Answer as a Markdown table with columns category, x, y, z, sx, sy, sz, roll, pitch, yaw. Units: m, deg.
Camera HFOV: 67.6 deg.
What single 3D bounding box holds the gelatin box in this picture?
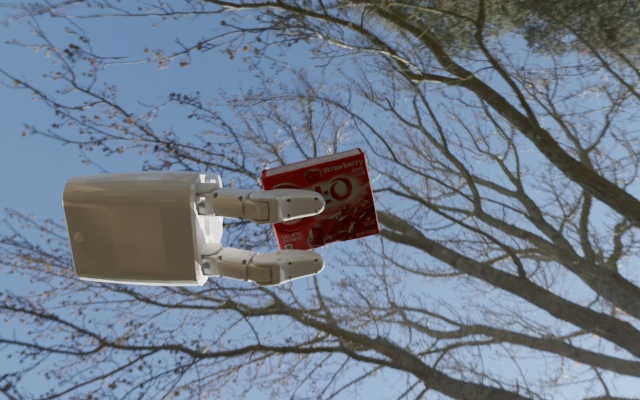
| category | x | y | z | sx | sy | sz | roll | pitch | yaw |
| --- | --- | --- | --- | --- | --- | --- | --- | --- | --- |
| gelatin box | 0.000 | 0.001 | 0.410 | 0.089 | 0.073 | 0.030 | -13 | 18 | 0 |
